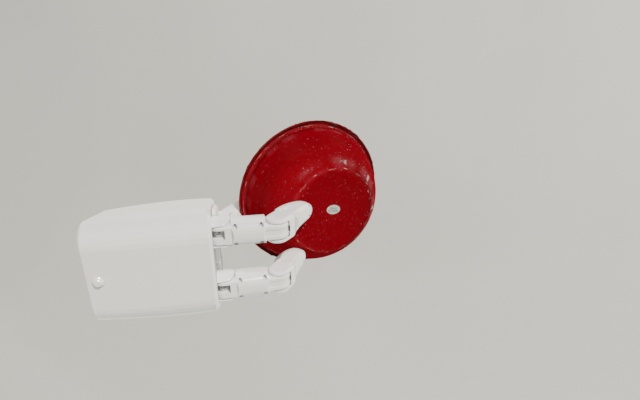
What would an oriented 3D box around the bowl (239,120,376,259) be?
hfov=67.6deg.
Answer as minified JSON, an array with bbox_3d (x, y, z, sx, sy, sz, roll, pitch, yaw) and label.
[{"bbox_3d":[0.001,0.001,0.499,0.162,0.162,0.055,0,21,-28],"label":"bowl"}]
